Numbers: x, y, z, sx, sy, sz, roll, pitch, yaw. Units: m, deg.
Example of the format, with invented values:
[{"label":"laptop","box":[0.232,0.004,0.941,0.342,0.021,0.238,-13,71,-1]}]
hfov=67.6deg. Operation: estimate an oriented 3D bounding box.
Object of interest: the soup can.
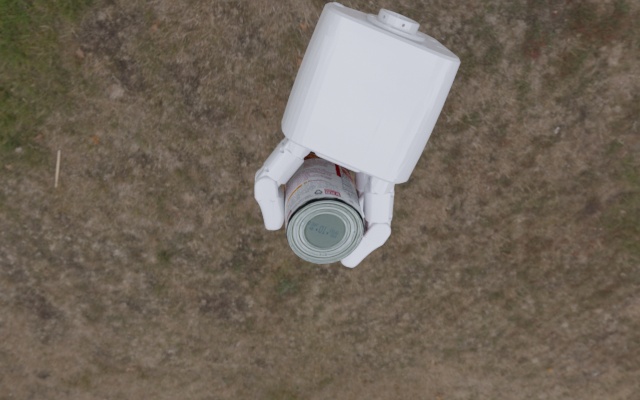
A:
[{"label":"soup can","box":[0.000,0.002,0.441,0.068,0.068,0.102,0,31,-6]}]
